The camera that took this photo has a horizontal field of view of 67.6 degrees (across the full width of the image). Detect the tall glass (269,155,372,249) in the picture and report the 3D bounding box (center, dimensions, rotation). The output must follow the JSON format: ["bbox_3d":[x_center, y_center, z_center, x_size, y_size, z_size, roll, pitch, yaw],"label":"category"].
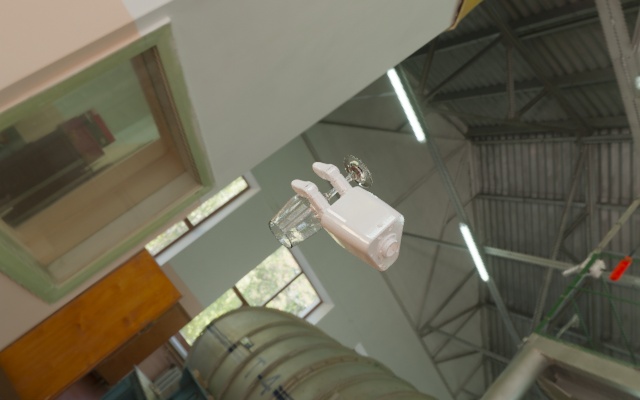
[{"bbox_3d":[0.001,0.002,0.875,0.201,0.079,0.079,-39,16,-21],"label":"tall glass"}]
